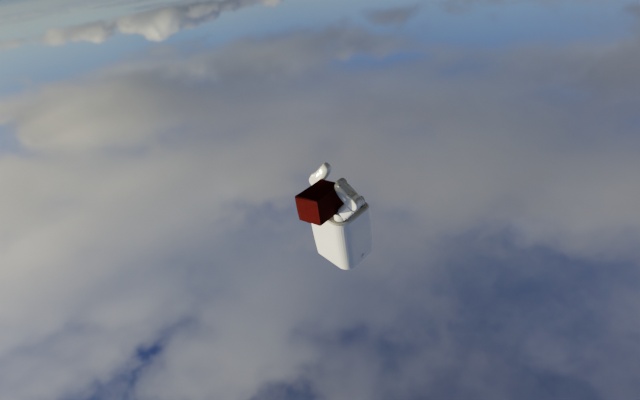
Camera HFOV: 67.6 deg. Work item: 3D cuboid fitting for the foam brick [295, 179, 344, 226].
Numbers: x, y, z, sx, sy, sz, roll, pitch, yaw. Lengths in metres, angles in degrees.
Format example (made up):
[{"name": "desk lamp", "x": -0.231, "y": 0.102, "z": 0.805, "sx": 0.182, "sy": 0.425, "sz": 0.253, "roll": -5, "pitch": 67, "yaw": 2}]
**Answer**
[{"name": "foam brick", "x": 0.000, "y": 0.003, "z": 0.870, "sx": 0.053, "sy": 0.051, "sz": 0.078, "roll": 15, "pitch": 35, "yaw": 36}]
